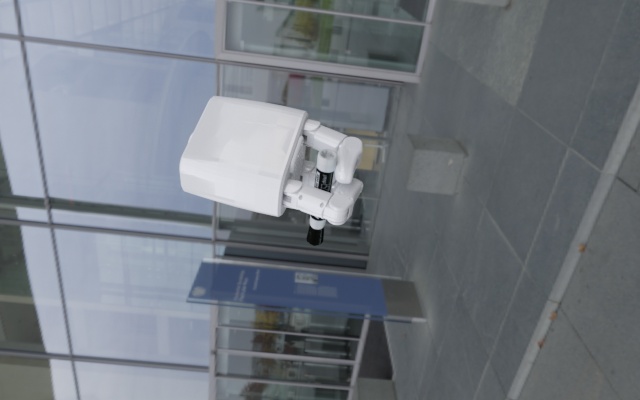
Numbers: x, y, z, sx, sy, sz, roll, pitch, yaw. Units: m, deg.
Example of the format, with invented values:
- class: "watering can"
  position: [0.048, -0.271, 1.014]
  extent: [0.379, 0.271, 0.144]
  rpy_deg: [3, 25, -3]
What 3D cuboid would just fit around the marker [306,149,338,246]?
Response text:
- class: "marker"
  position: [0.000, 0.002, 0.491]
  extent: [0.020, 0.121, 0.020]
  rpy_deg: [5, 41, -4]
